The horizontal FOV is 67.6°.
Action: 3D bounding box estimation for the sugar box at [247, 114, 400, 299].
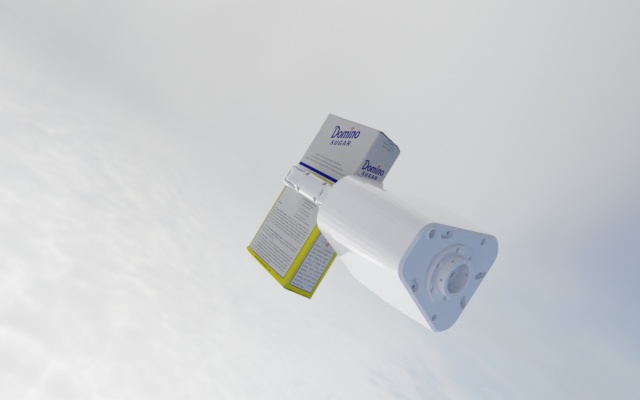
[{"bbox_3d":[0.000,0.002,0.496,0.048,0.176,0.093,35,-2,-39],"label":"sugar box"}]
